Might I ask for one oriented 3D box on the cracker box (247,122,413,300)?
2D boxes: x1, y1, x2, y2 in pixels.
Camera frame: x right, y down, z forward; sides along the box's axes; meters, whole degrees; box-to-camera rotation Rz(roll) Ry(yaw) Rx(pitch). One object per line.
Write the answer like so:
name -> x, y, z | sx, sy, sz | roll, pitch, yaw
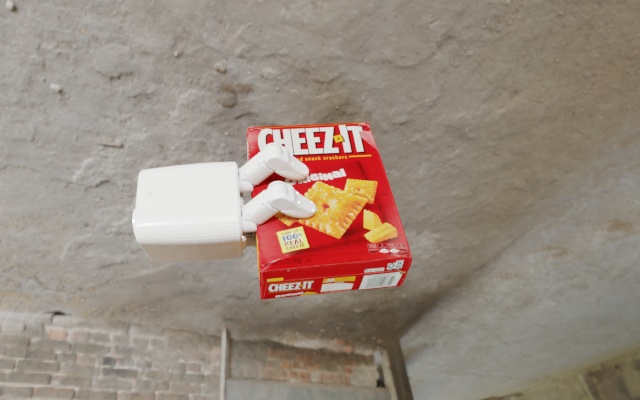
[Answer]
cracker box -> 0.000, 0.002, 0.570 | 0.164, 0.213, 0.072 | -4, -38, -10
